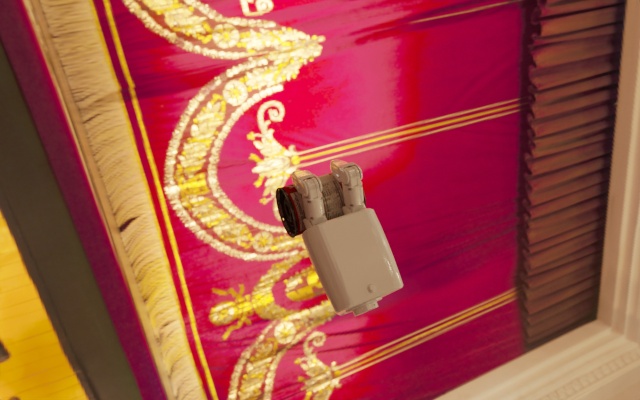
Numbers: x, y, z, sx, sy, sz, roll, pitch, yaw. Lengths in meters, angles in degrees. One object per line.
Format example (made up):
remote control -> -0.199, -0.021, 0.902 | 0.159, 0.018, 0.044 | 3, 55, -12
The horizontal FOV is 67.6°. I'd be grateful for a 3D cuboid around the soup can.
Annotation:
soup can -> 0.000, 0.002, 0.632 | 0.102, 0.068, 0.068 | -17, 5, -18
